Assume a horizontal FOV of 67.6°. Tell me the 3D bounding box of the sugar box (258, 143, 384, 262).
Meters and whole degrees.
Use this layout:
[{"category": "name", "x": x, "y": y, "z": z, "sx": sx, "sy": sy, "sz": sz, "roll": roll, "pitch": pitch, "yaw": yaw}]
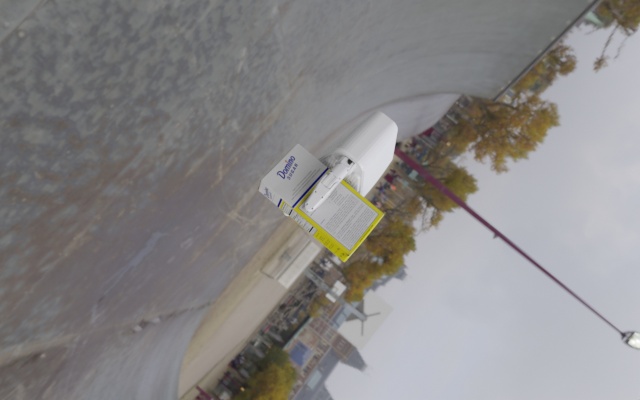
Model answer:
[{"category": "sugar box", "x": 0.000, "y": 0.003, "z": 0.737, "sx": 0.176, "sy": 0.093, "sz": 0.048, "roll": 40, "pitch": -25, "yaw": 6}]
